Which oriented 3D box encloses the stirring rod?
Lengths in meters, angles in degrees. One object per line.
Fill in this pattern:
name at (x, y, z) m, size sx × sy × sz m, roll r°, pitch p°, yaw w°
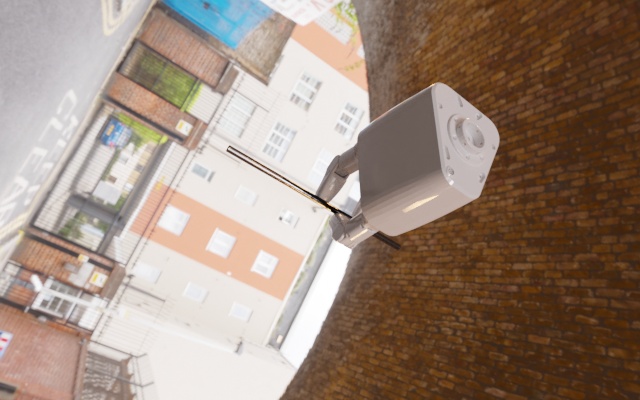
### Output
stirring rod at (0.000, 0.002, 0.540) m, size 0.239 × 0.011 × 0.011 m, roll 30°, pitch -13°, yaw -23°
